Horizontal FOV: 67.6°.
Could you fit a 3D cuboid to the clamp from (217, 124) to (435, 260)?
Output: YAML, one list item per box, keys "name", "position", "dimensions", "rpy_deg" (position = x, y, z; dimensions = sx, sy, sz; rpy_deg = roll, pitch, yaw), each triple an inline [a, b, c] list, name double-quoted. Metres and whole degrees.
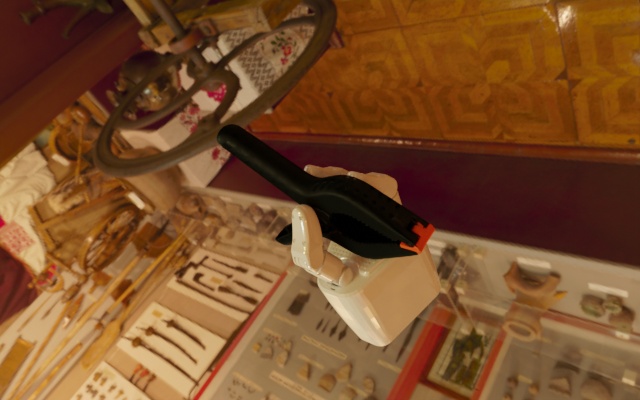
- name: "clamp"
  position: [0.000, 0.002, 0.438]
  dimensions: [0.210, 0.036, 0.165]
  rpy_deg: [11, -37, 42]
